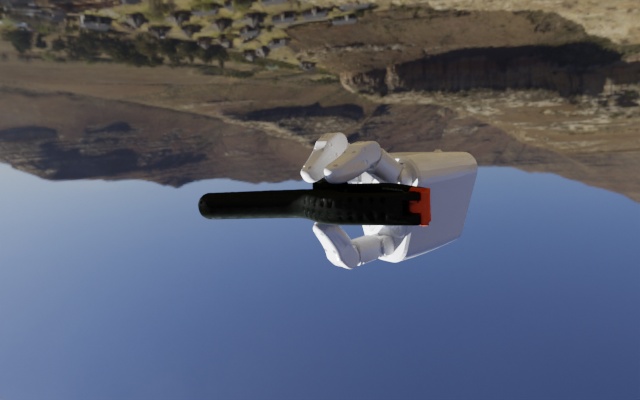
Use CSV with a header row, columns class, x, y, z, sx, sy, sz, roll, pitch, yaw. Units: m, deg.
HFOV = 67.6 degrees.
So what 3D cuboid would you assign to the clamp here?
class,x,y,z,sx,sy,sz,roll,pitch,yaw
clamp,0.001,0.002,0.432,0.164,0.036,0.210,-11,11,-38
